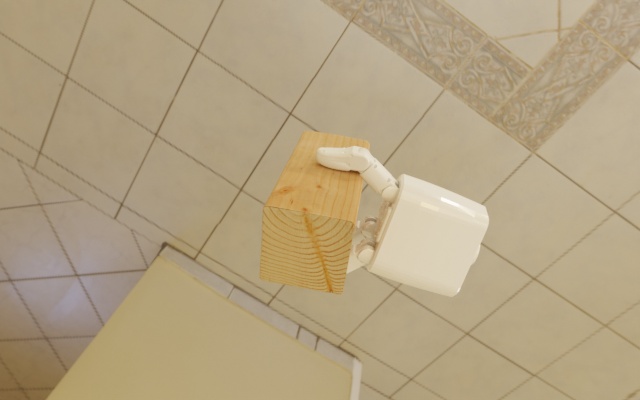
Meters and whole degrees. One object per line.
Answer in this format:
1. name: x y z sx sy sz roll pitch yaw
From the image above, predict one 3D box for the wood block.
1. wood block: 0.000 0.002 0.555 0.090 0.091 0.206 10 29 4
